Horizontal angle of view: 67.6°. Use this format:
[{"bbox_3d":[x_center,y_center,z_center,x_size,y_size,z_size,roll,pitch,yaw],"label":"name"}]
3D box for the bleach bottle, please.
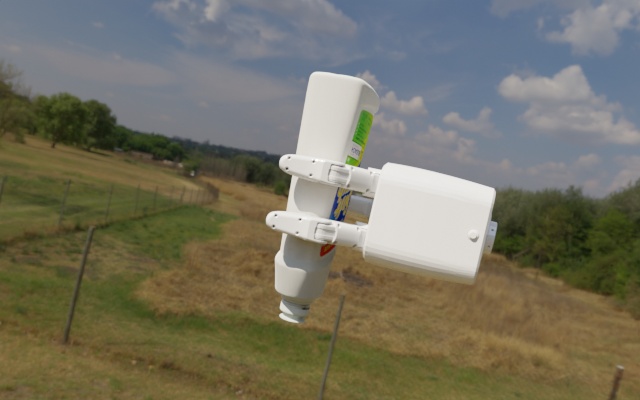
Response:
[{"bbox_3d":[0.000,0.002,0.504,0.068,0.251,0.102,13,2,16],"label":"bleach bottle"}]
